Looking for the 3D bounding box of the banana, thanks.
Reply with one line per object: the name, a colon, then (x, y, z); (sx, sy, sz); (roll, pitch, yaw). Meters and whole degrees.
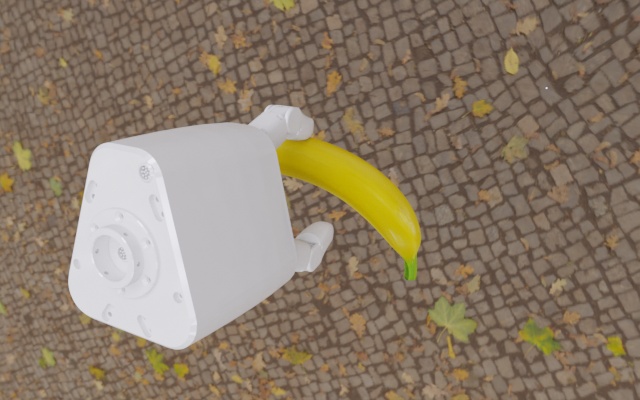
banana: (0.011, -0.011, 0.405); (0.198, 0.070, 0.037); (36, 25, 14)
